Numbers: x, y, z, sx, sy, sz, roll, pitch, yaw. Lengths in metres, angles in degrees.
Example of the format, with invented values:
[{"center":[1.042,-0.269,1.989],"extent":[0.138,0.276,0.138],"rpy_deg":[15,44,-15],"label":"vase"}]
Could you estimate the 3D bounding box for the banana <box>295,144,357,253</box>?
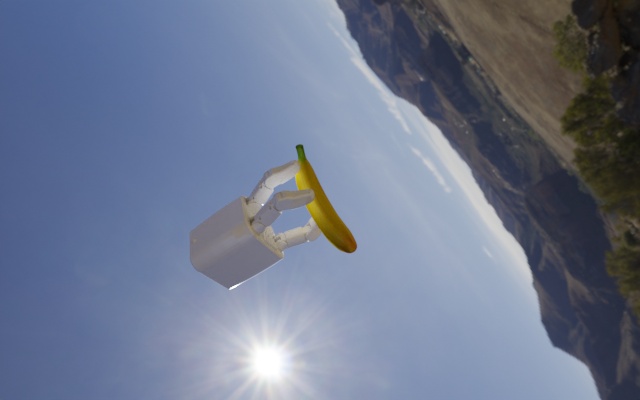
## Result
[{"center":[0.001,0.009,0.708],"extent":[0.037,0.197,0.070],"rpy_deg":[-26,-30,-7],"label":"banana"}]
